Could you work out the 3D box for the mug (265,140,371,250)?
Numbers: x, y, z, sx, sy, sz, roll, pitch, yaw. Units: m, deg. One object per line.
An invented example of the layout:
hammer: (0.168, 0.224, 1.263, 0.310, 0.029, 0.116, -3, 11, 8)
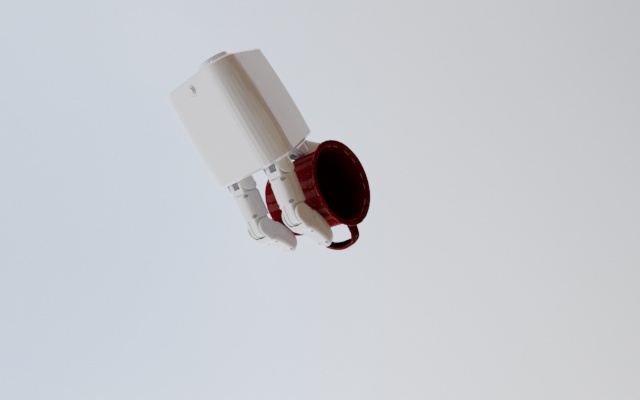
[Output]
mug: (0.001, 0.003, 0.521, 0.081, 0.117, 0.093, -20, 14, 39)
